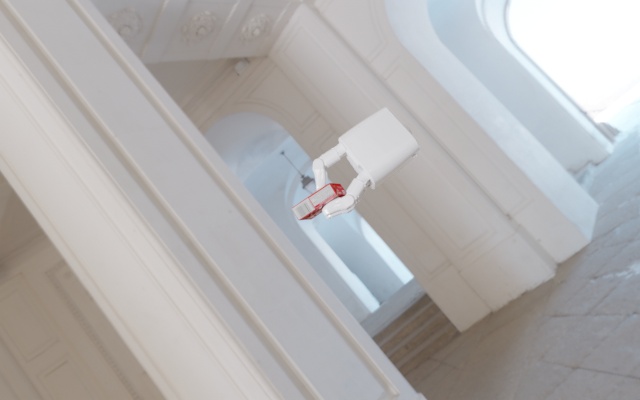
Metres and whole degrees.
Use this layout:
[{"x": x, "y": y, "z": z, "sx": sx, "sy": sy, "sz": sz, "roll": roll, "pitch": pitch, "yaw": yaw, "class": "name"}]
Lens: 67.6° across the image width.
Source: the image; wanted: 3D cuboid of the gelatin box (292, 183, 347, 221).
[{"x": 0.000, "y": 0.003, "z": 0.876, "sx": 0.089, "sy": 0.030, "sz": 0.073, "roll": -33, "pitch": -9, "yaw": 13, "class": "gelatin box"}]
